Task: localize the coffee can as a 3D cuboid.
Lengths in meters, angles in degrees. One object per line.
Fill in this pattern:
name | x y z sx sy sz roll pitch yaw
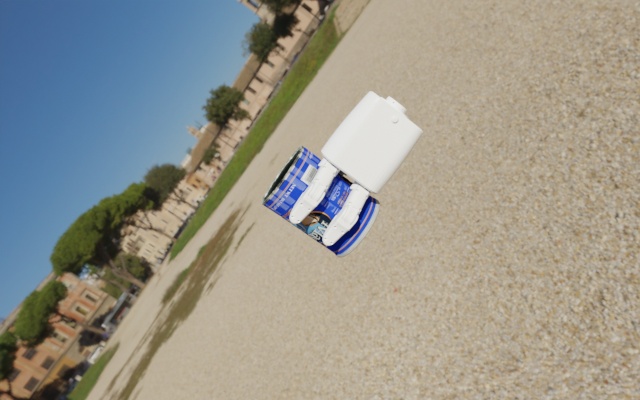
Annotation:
coffee can | 0.000 0.002 0.694 0.140 0.103 0.103 35 -8 -11
